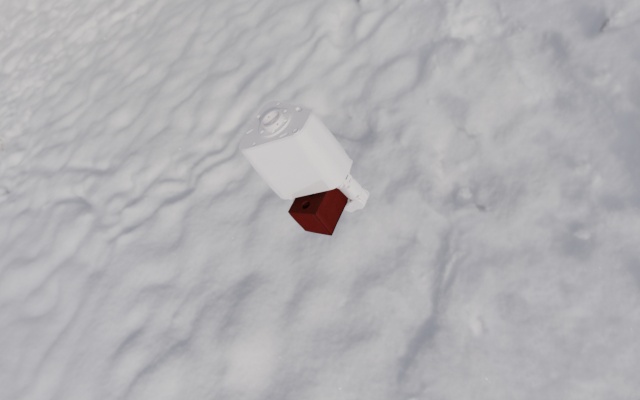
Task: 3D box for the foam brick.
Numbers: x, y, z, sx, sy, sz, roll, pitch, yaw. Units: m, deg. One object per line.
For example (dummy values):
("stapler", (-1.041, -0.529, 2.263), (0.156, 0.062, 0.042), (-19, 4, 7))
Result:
("foam brick", (0.000, 0.003, 0.685), (0.053, 0.078, 0.051), (5, -32, 39))
